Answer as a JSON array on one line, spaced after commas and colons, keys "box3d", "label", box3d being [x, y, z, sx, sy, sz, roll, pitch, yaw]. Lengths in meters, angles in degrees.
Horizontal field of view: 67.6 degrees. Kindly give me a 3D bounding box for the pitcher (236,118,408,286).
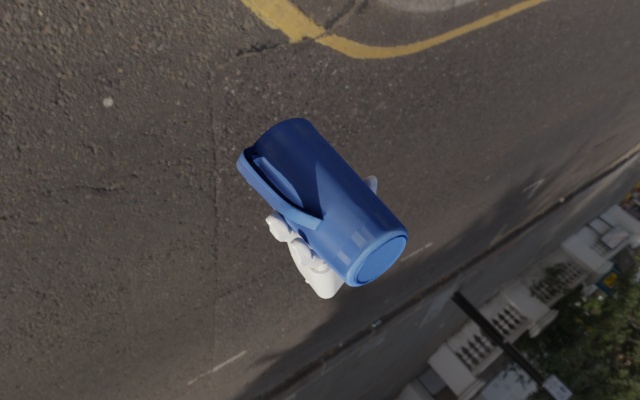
[{"box3d": [0.000, 0.002, 0.674, 0.149, 0.242, 0.145, -34, -30, -16], "label": "pitcher"}]
